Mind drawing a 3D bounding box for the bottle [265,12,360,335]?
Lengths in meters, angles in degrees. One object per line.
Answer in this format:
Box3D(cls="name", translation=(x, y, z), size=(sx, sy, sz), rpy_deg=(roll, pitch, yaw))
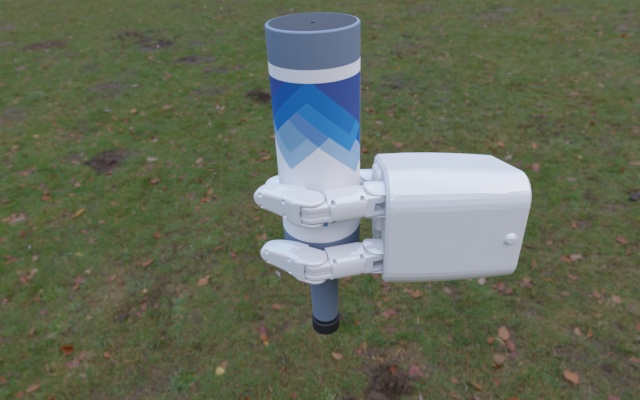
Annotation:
Box3D(cls="bottle", translation=(0.000, 0.001, 0.407), size=(0.069, 0.296, 0.069), rpy_deg=(-2, 32, 1))
